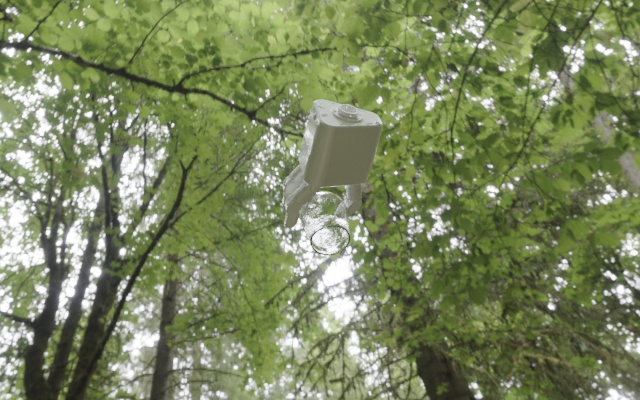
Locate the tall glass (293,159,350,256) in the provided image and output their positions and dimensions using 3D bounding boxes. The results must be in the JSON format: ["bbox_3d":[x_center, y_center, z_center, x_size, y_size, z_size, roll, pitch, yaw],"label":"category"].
[{"bbox_3d":[0.000,0.002,0.808,0.079,0.079,0.201,0,37,-11],"label":"tall glass"}]
